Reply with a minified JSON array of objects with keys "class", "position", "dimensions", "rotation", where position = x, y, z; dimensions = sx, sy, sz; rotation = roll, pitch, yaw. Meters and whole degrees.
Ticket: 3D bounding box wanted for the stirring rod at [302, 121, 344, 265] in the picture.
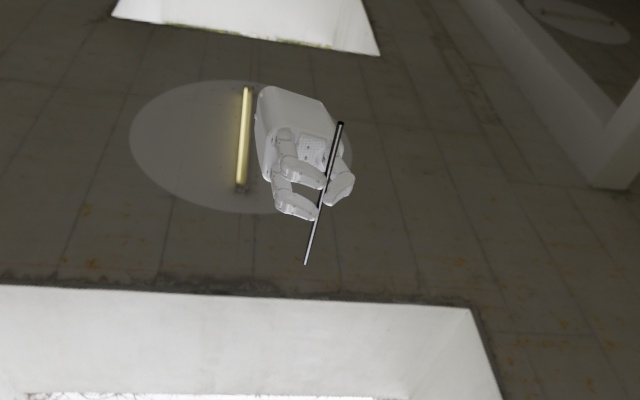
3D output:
[{"class":"stirring rod","position":[0.000,0.002,0.603],"dimensions":[0.011,0.240,0.011],"rotation":[8,42,-7]}]
